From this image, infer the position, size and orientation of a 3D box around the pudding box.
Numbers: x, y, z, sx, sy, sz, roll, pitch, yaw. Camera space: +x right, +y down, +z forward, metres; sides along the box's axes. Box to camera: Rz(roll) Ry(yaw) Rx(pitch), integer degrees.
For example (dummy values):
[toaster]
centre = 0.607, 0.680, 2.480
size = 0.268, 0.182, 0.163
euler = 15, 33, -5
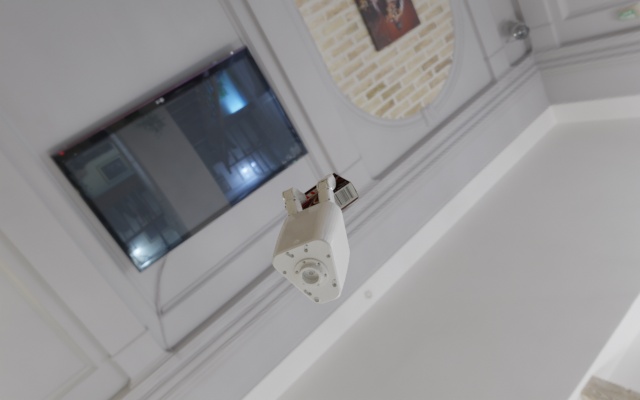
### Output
[pudding box]
centre = 0.000, 0.003, 0.828
size = 0.113, 0.039, 0.090
euler = -32, 21, -7
